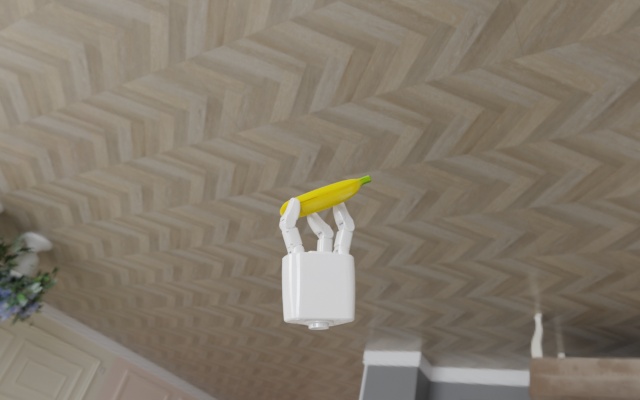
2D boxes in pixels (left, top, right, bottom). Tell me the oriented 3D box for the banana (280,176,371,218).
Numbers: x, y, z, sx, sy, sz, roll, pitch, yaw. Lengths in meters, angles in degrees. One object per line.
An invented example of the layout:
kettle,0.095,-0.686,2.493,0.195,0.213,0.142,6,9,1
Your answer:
banana,-0.007,0.003,0.834,0.198,0.037,0.069,-19,-7,31
